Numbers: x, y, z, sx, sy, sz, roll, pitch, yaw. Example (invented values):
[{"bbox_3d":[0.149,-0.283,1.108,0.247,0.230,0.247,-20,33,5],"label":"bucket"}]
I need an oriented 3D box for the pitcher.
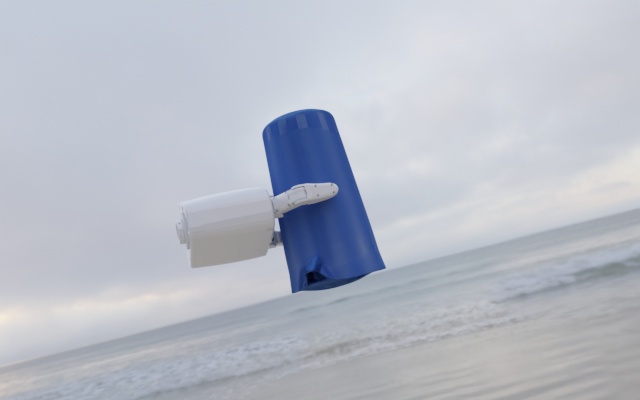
[{"bbox_3d":[0.000,0.002,0.680,0.145,0.242,0.149,-11,-10,-22],"label":"pitcher"}]
